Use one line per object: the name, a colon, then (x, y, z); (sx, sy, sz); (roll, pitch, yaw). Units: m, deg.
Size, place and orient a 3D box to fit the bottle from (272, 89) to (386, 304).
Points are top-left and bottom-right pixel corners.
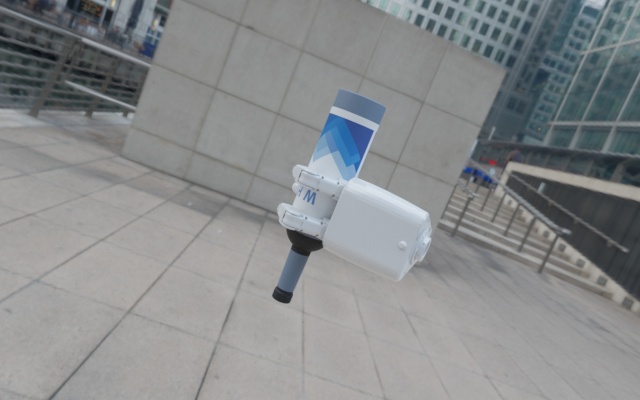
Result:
bottle: (0.000, 0.002, 0.642); (0.069, 0.296, 0.069); (22, 8, -3)
